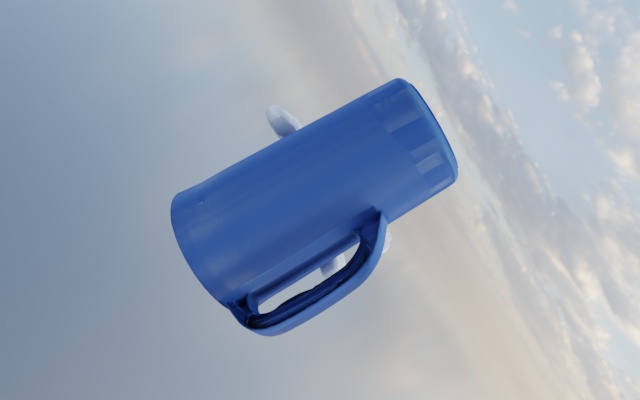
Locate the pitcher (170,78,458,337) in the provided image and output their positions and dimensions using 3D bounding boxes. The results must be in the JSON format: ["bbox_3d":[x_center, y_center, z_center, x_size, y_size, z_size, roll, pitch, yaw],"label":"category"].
[{"bbox_3d":[0.000,0.001,0.438,0.243,0.149,0.145,-30,6,9],"label":"pitcher"}]
